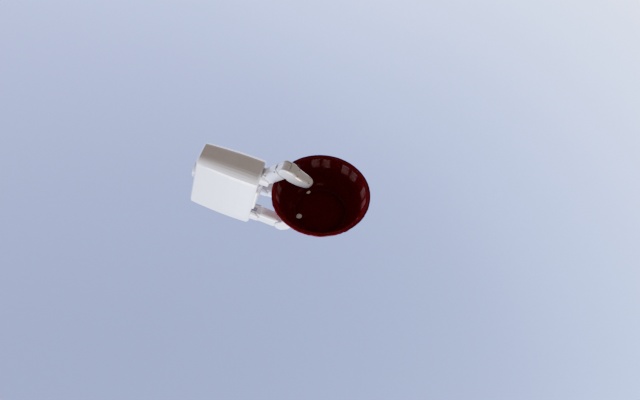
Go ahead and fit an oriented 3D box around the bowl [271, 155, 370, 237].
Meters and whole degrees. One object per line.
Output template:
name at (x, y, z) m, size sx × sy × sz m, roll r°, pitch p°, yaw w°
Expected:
bowl at (0.001, 0.003, 0.793) m, size 0.162 × 0.162 × 0.055 m, roll 0°, pitch -34°, yaw -2°
